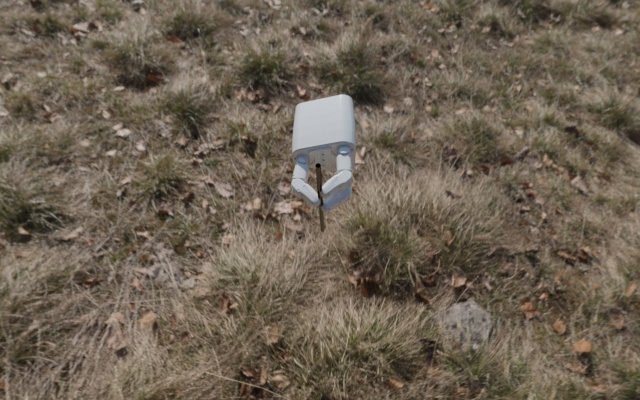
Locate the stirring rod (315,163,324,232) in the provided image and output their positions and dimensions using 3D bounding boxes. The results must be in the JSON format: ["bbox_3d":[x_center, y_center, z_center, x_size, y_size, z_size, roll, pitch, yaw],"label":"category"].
[{"bbox_3d":[0.000,0.003,0.808,0.011,0.011,0.240,0,-27,2],"label":"stirring rod"}]
